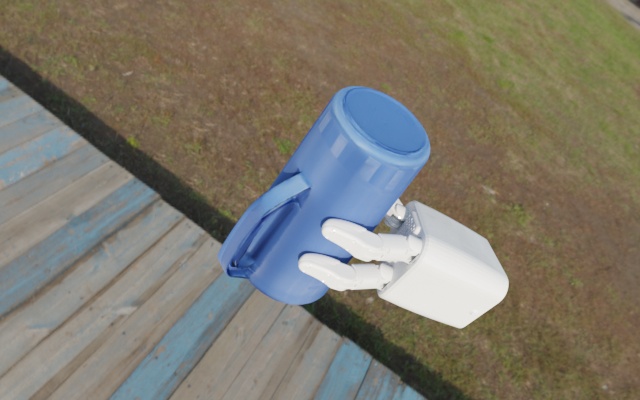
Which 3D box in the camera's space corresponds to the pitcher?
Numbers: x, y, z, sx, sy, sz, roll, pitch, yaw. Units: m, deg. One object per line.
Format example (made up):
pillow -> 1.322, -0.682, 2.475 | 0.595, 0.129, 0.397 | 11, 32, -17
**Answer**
pitcher -> 0.000, 0.002, 0.515 | 0.145, 0.149, 0.243 | 27, -49, -9
